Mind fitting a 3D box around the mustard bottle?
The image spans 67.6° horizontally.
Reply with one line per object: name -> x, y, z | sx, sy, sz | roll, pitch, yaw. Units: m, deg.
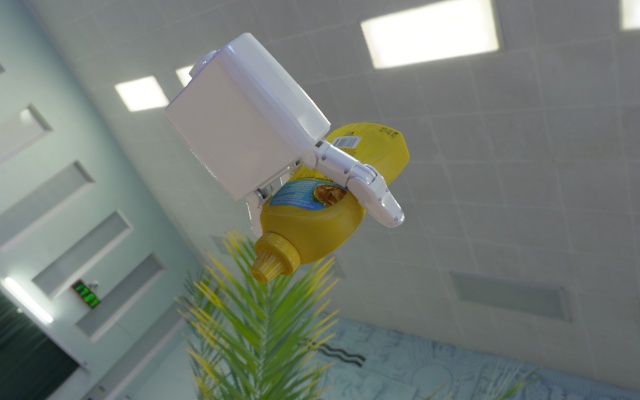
mustard bottle -> 0.000, 0.002, 0.442 | 0.096, 0.058, 0.191 | 7, 43, 39
